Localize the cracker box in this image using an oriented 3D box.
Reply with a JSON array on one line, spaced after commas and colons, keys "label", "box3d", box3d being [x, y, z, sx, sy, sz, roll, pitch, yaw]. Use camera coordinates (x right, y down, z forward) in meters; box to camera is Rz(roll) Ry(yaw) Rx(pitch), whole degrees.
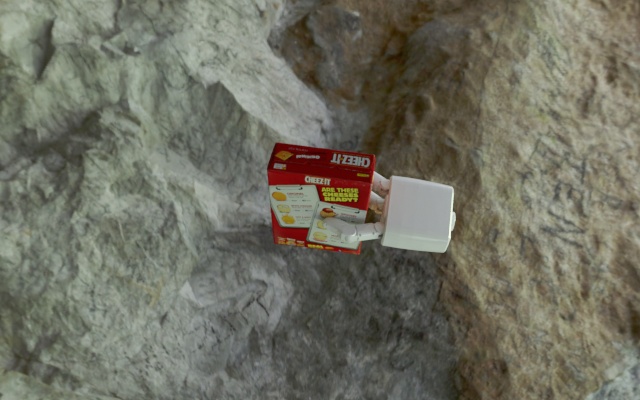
[{"label": "cracker box", "box3d": [0.000, 0.003, 0.821, 0.164, 0.072, 0.214, 7, -37, 4]}]
